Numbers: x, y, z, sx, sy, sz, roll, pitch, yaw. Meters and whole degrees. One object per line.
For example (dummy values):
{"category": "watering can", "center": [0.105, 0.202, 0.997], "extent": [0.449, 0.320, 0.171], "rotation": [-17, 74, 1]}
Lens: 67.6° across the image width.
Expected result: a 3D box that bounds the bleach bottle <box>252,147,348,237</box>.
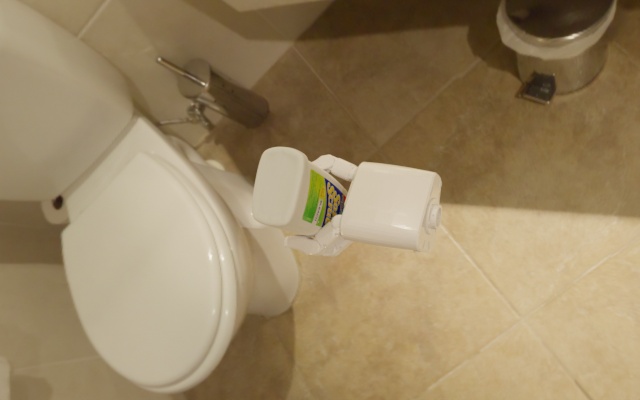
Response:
{"category": "bleach bottle", "center": [0.000, 0.002, 0.688], "extent": [0.068, 0.102, 0.251], "rotation": [9, -4, 27]}
